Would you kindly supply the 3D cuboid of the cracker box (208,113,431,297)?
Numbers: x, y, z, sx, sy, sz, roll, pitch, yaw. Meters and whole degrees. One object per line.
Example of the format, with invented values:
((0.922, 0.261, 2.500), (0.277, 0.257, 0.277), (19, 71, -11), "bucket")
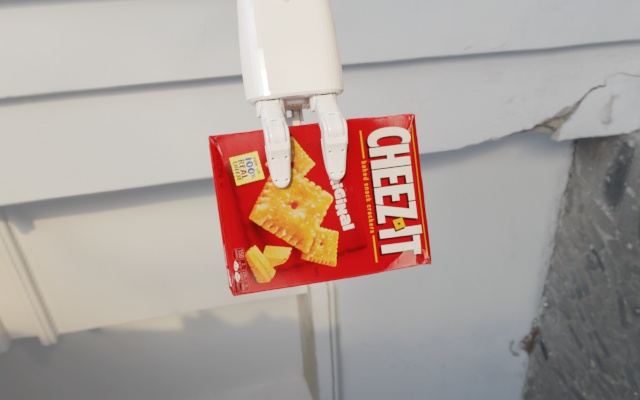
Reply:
((0.000, 0.002, 0.509), (0.213, 0.164, 0.072), (-8, 3, -8), "cracker box")
